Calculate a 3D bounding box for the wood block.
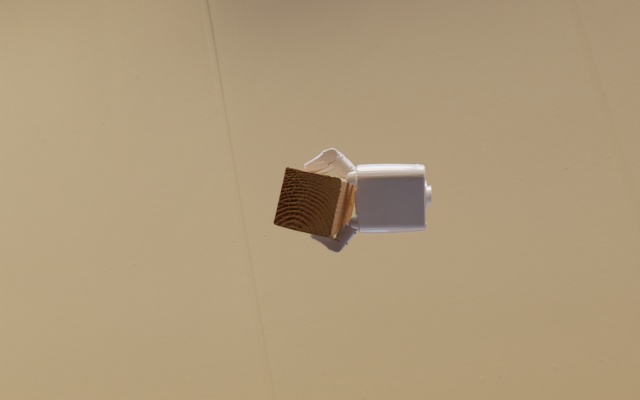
[{"bbox_3d":[0.000,0.003,0.797,0.090,0.091,0.206,12,2,11],"label":"wood block"}]
